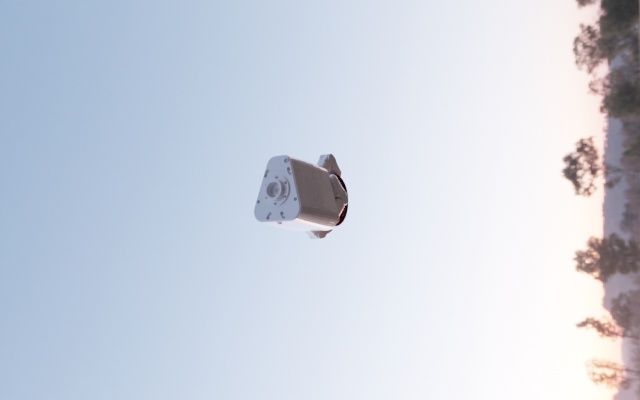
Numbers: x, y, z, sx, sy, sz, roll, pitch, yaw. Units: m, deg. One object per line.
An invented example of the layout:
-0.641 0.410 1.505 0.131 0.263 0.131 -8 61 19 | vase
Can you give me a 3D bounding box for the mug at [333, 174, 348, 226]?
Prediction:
0.001 0.003 0.880 0.081 0.093 0.117 -2 -12 32 | mug
